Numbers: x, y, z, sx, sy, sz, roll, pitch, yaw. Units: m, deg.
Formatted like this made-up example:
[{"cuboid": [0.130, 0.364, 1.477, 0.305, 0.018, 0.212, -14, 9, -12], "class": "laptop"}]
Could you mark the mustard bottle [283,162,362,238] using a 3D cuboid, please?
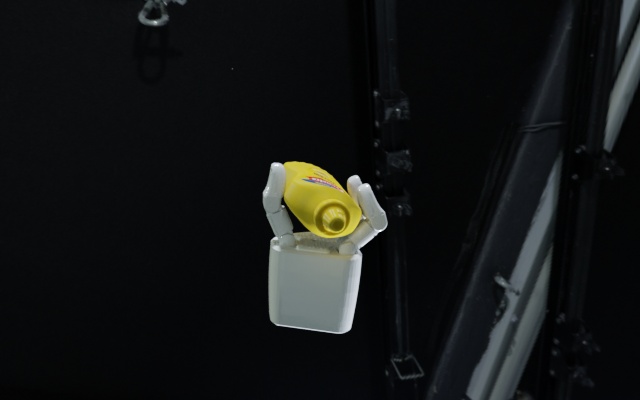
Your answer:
[{"cuboid": [0.000, 0.002, 0.592, 0.096, 0.058, 0.191, 27, 9, -16], "class": "mustard bottle"}]
